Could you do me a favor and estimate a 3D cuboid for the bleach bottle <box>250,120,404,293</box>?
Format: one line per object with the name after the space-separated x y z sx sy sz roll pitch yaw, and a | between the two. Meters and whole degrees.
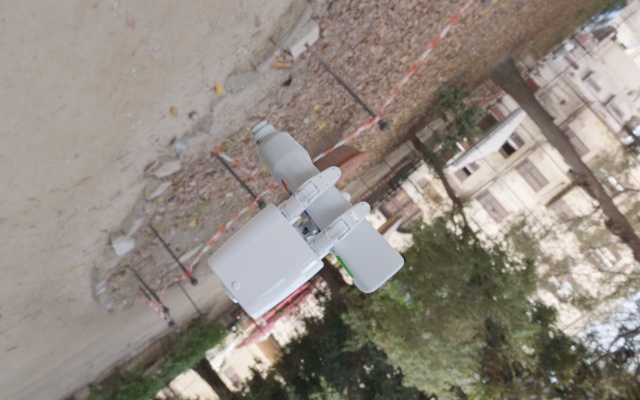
0.000 0.002 0.619 0.068 0.251 0.102 -40 -3 -4 | bleach bottle
